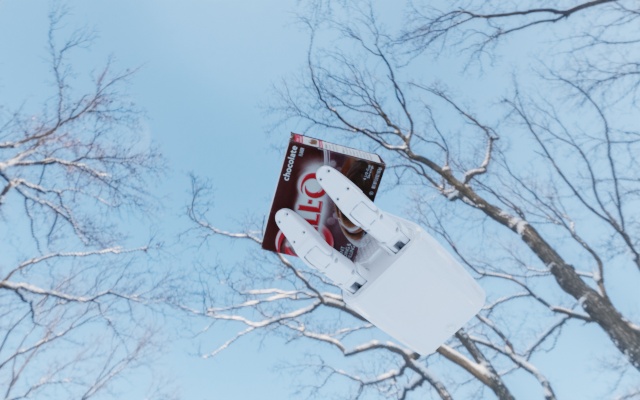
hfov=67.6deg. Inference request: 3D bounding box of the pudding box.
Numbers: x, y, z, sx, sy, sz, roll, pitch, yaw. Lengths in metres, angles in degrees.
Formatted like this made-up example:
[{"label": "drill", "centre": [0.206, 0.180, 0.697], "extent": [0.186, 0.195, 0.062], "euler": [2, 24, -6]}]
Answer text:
[{"label": "pudding box", "centre": [0.000, 0.001, 0.449], "extent": [0.090, 0.113, 0.039], "euler": [13, 19, -9]}]
